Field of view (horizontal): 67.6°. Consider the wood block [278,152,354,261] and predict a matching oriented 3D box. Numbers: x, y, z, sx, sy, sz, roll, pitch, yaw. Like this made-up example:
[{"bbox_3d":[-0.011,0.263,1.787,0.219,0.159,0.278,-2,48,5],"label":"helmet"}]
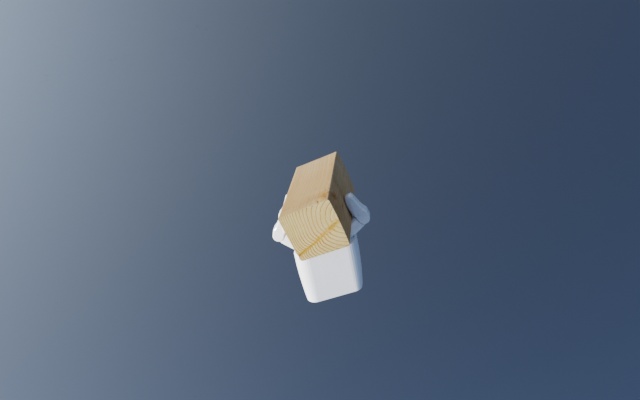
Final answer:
[{"bbox_3d":[0.001,0.003,0.841,0.091,0.090,0.206,-20,23,15],"label":"wood block"}]
